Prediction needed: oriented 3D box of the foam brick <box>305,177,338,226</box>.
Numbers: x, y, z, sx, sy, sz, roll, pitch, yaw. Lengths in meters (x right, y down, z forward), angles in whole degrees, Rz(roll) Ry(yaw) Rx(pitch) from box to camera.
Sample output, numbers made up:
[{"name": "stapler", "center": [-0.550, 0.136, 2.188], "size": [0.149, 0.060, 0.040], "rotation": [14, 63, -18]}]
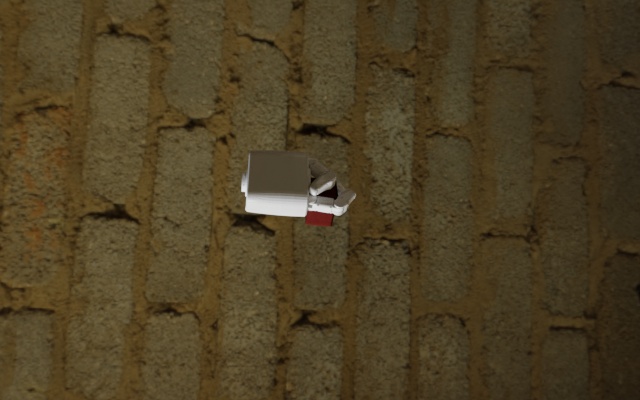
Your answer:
[{"name": "foam brick", "center": [0.000, 0.003, 0.882], "size": [0.051, 0.053, 0.078], "rotation": [3, -45, -8]}]
